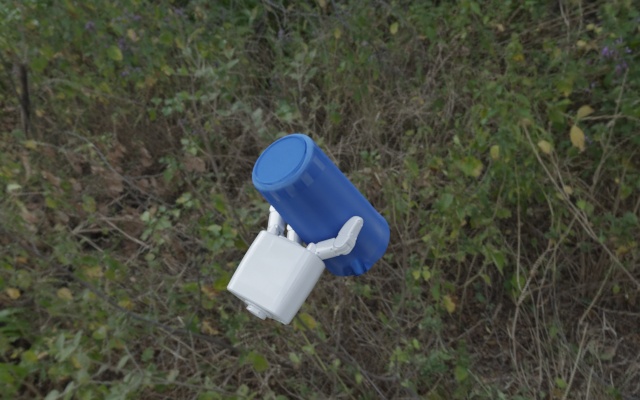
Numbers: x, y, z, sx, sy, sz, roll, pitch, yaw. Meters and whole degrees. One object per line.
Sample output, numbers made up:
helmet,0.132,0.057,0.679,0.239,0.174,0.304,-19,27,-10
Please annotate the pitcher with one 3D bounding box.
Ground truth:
pitcher,0.000,0.003,0.769,0.149,0.145,0.243,12,-27,43
